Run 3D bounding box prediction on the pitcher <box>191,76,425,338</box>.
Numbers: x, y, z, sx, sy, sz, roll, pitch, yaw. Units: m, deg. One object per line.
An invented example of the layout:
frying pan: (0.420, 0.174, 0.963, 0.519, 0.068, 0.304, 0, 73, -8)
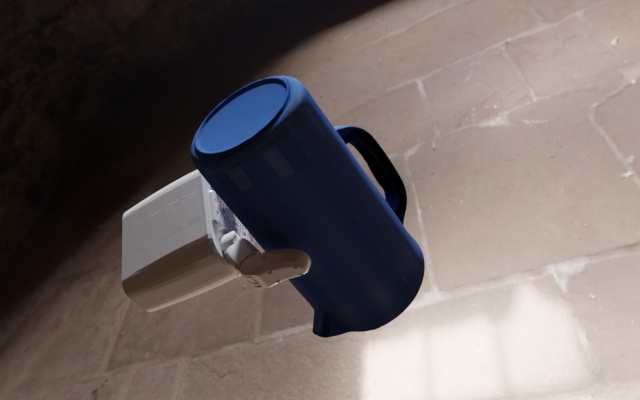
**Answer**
pitcher: (0.000, 0.002, 0.451, 0.145, 0.243, 0.149, -26, 39, 13)
